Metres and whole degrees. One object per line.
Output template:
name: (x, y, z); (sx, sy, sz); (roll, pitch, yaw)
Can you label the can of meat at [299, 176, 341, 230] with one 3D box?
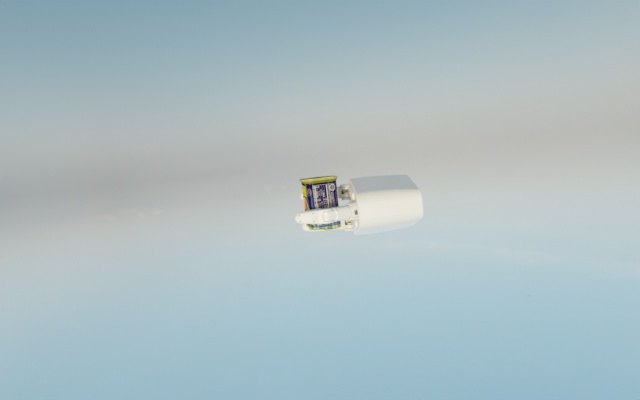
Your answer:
can of meat: (0.000, 0.003, 0.800); (0.057, 0.084, 0.102); (-7, 4, -6)
